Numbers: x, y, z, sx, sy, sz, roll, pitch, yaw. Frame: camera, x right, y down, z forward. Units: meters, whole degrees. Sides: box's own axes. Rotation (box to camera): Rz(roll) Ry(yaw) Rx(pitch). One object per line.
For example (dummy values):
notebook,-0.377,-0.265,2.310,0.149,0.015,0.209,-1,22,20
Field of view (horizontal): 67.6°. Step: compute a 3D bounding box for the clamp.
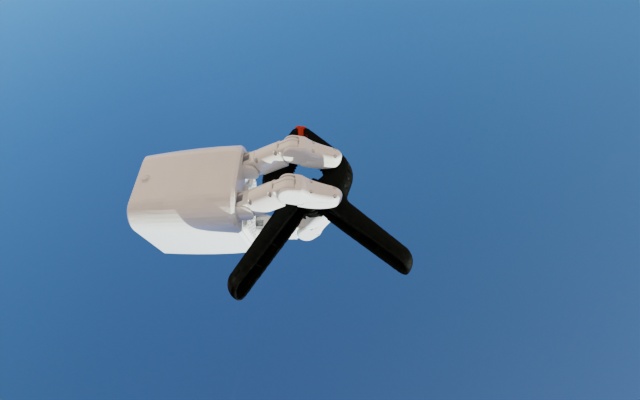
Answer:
clamp,0.000,0.002,0.479,0.164,0.209,0.036,-3,-41,4
